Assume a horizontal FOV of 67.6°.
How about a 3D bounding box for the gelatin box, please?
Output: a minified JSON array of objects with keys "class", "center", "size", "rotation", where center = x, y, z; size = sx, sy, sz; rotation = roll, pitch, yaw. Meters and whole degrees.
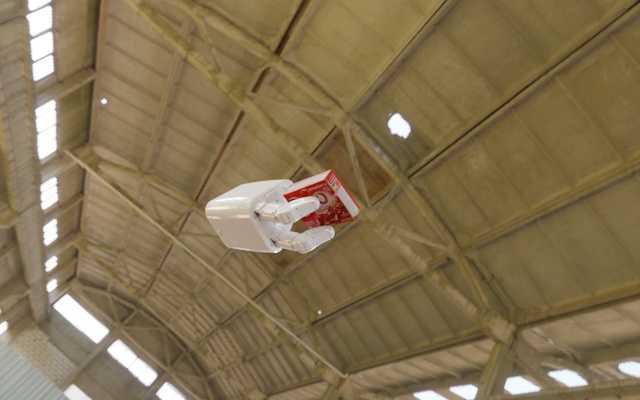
[{"class":"gelatin box","center":[0.001,0.002,0.681],"size":[0.089,0.073,0.030],"rotation":[-18,27,41]}]
